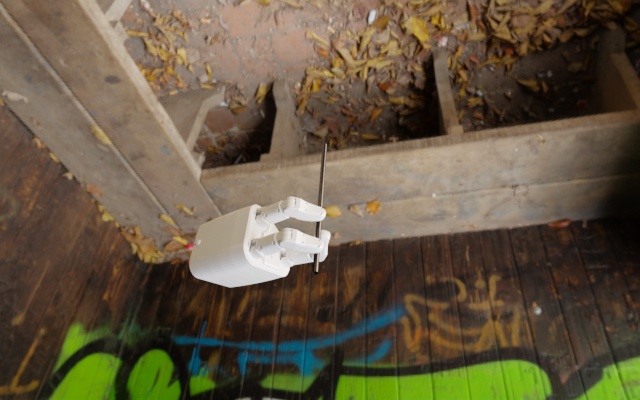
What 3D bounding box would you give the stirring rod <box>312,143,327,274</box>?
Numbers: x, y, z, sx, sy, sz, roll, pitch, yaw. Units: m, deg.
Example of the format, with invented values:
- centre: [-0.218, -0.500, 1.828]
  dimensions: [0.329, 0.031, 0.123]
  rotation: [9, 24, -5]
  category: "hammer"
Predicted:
- centre: [0.000, 0.002, 0.701]
  dimensions: [0.011, 0.239, 0.011]
  rotation: [3, -40, 2]
  category: "stirring rod"
